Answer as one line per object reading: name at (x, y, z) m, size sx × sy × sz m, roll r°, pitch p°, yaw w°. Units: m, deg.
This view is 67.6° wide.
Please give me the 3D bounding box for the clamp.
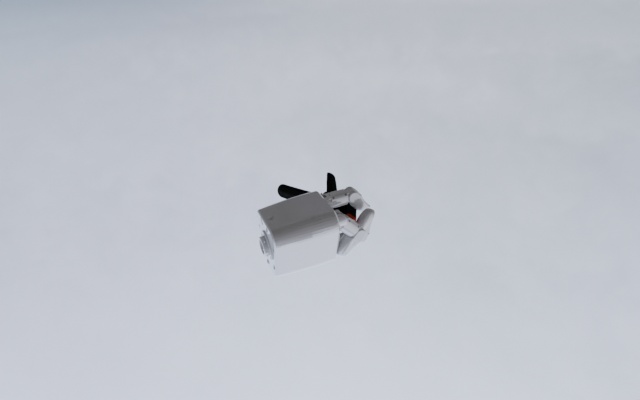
clamp at (0.000, 0.003, 0.851) m, size 0.120 × 0.039 × 0.171 m, roll -16°, pitch 34°, yaw -18°
